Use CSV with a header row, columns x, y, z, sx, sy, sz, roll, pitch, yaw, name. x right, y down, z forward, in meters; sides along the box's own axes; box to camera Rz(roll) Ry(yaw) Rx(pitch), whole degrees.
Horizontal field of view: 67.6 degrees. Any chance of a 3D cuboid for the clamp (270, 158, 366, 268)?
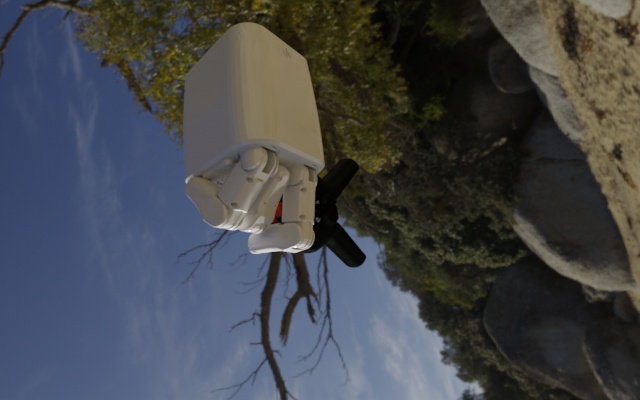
x,y,z,sx,sy,sz,roll,pitch,yaw,name
-0.001,0.002,0.477,0.039,0.120,0.171,-13,-17,27,clamp
